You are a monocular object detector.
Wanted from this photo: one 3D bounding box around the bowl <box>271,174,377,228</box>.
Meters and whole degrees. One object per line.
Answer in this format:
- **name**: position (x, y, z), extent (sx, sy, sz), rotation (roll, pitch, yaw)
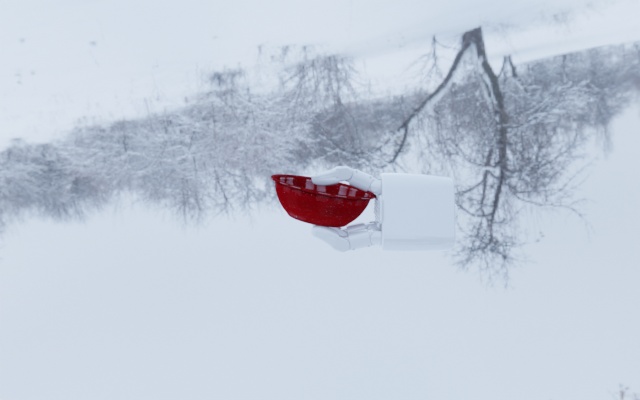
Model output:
- **bowl**: position (-0.001, 0.003, 0.723), extent (0.162, 0.055, 0.162), rotation (11, 9, -2)
